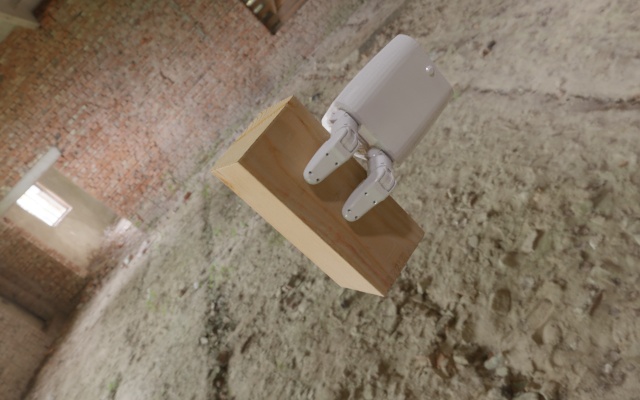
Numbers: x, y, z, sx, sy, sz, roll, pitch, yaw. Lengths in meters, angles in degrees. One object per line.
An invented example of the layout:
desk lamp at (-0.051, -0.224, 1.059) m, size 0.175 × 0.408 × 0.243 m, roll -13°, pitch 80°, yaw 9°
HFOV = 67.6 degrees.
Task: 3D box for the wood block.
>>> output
wood block at (0.000, 0.001, 0.506) m, size 0.206 × 0.090 × 0.091 m, roll 44°, pitch -20°, yaw -20°
